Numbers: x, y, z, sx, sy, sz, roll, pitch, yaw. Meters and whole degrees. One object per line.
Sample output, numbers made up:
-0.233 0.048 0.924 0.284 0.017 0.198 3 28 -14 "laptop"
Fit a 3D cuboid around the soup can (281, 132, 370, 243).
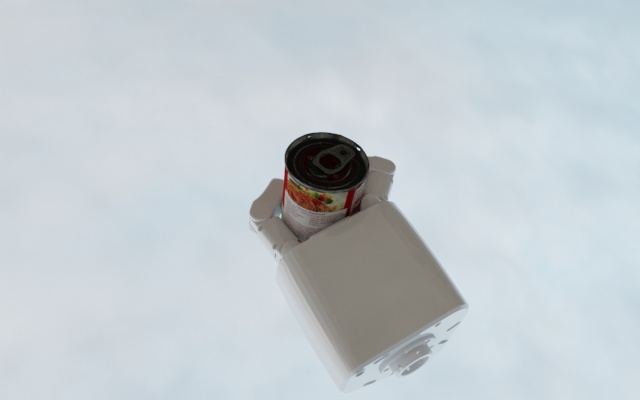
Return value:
0.000 0.001 0.413 0.068 0.068 0.102 0 -41 -8 "soup can"
